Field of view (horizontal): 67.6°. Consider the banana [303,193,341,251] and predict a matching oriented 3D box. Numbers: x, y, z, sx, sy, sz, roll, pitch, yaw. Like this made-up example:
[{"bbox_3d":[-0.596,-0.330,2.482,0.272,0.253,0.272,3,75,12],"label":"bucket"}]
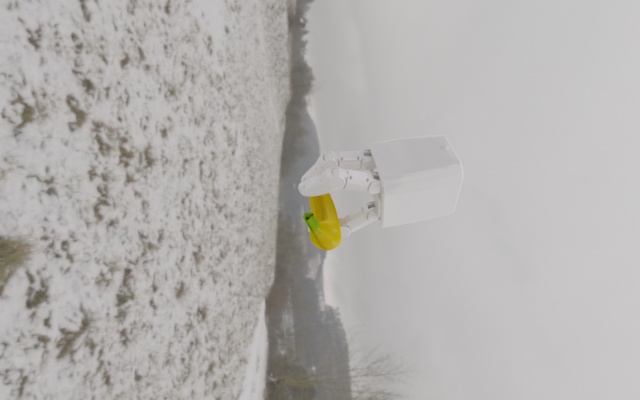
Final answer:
[{"bbox_3d":[0.004,0.021,0.625,0.037,0.070,0.197,-13,14,2],"label":"banana"}]
